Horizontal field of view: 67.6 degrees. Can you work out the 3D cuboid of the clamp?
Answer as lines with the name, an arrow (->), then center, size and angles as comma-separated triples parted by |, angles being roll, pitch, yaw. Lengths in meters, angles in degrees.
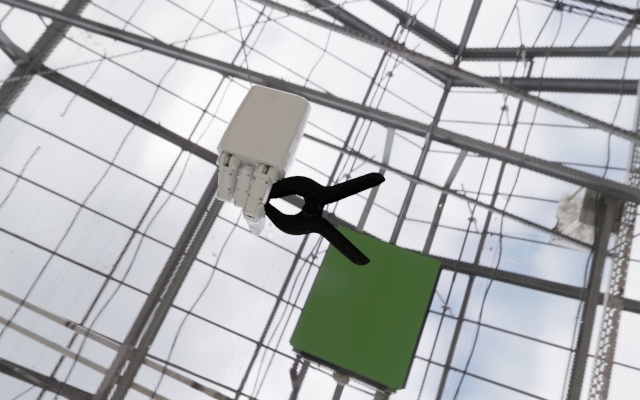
clamp -> 0.000, 0.002, 0.618 | 0.171, 0.120, 0.039 | 19, -16, 10
